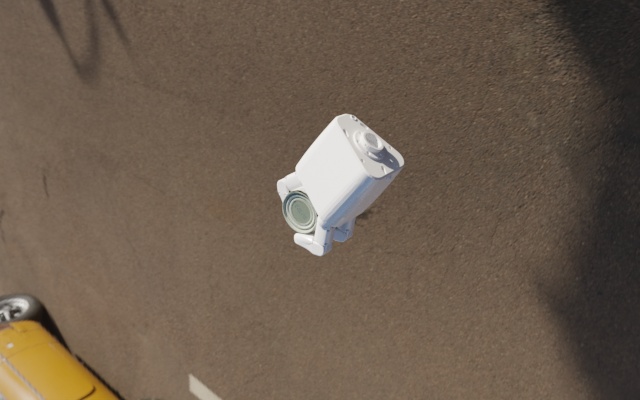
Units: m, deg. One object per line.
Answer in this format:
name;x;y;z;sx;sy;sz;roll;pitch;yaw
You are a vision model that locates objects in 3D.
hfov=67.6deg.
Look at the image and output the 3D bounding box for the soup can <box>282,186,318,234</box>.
soup can;0.000;0.003;0.720;0.068;0.068;0.102;0;18;39
